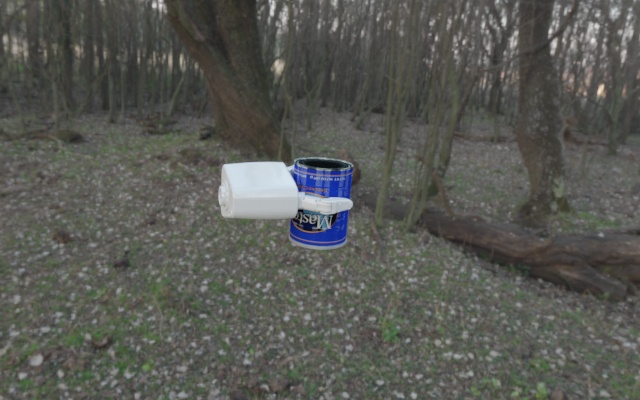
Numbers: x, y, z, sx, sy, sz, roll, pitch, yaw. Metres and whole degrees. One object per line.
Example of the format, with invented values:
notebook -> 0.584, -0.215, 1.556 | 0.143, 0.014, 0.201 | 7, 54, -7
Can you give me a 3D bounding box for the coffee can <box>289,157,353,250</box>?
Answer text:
coffee can -> 0.000, 0.003, 0.832 | 0.103, 0.140, 0.102 | 4, 15, -1
